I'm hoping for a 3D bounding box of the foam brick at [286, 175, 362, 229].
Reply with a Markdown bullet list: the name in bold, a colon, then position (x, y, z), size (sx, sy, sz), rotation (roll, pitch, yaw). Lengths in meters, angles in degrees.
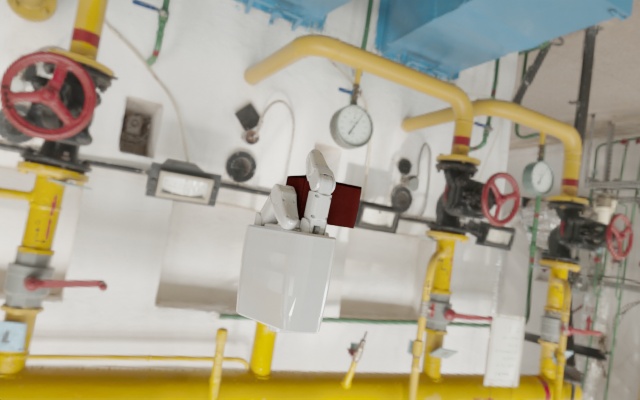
- **foam brick**: position (0.000, 0.002, 0.568), size (0.078, 0.051, 0.053), rotation (10, -3, -28)
